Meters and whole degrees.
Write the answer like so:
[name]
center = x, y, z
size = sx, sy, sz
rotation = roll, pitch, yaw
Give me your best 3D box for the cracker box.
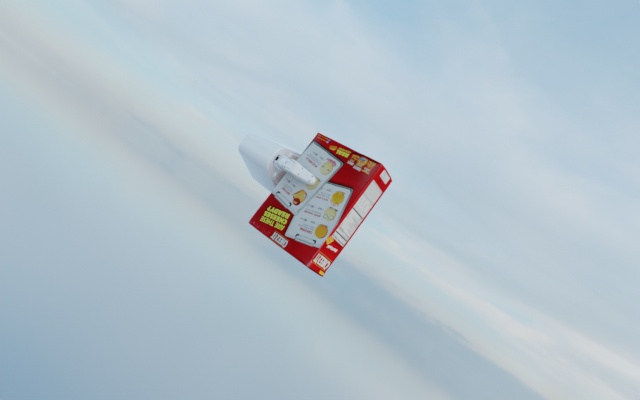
[cracker box]
center = 0.000, 0.003, 0.851
size = 0.164, 0.213, 0.072
rotation = 31, -8, 38
